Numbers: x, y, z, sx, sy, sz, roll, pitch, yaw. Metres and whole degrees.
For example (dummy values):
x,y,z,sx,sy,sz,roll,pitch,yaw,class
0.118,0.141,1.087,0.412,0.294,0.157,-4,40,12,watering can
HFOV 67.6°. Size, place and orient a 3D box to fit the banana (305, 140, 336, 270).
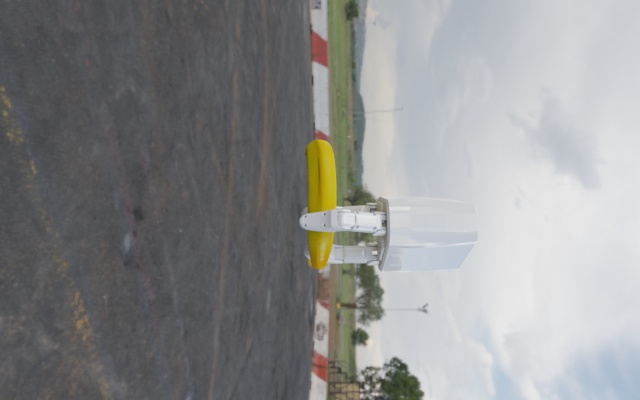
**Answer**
x,y,z,sx,sy,sz,roll,pitch,yaw,class
0.001,-0.012,0.604,0.037,0.197,0.070,0,-38,-3,banana
